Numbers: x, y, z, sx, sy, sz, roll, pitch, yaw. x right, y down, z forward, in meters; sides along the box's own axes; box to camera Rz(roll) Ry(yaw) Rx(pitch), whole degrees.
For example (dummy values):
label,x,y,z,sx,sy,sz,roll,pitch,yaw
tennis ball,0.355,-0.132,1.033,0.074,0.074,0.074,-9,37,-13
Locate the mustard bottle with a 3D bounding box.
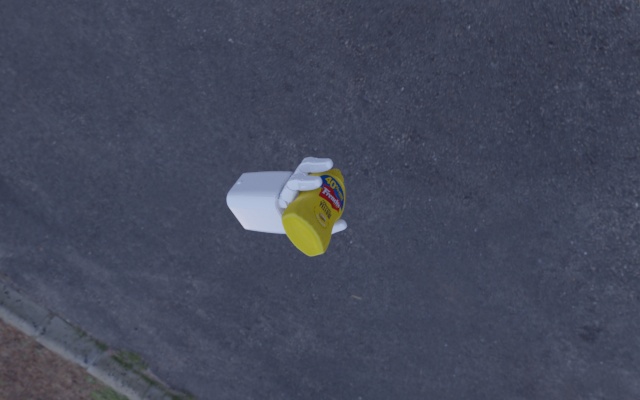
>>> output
label,x,y,z,sx,sy,sz,roll,pitch,yaw
mustard bottle,0.000,0.003,0.853,0.058,0.096,0.191,-20,27,35
